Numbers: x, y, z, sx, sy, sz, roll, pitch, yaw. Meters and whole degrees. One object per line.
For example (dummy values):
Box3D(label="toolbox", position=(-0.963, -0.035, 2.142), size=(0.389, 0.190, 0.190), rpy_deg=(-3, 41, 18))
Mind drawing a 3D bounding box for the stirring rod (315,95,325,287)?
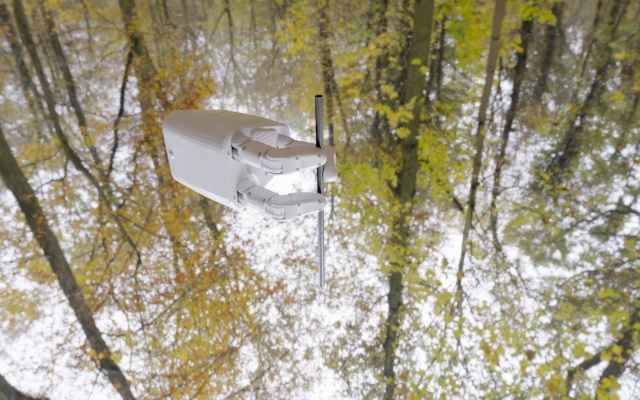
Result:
Box3D(label="stirring rod", position=(0.000, 0.002, 0.523), size=(0.011, 0.240, 0.011), rpy_deg=(-1, 32, 0))
